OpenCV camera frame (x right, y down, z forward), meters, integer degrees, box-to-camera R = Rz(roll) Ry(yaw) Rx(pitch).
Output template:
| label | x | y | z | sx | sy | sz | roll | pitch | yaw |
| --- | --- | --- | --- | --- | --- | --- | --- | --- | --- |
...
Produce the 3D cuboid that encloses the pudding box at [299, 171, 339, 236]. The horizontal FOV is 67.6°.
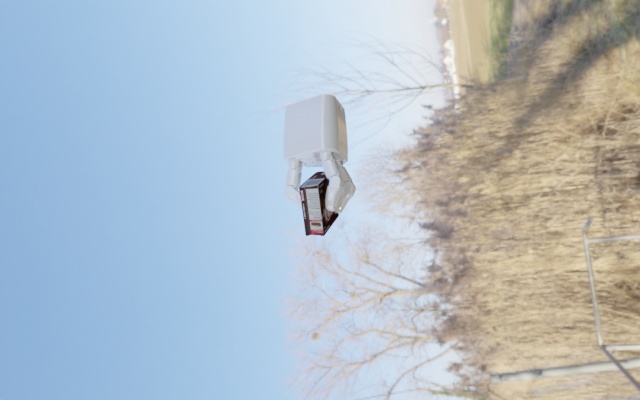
| label | x | y | z | sx | sy | sz | roll | pitch | yaw |
| --- | --- | --- | --- | --- | --- | --- | --- | --- | --- |
| pudding box | 0.000 | 0.003 | 0.842 | 0.039 | 0.090 | 0.113 | -3 | 16 | 19 |
